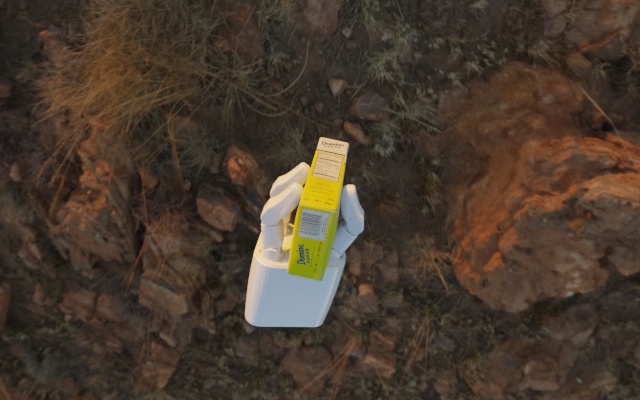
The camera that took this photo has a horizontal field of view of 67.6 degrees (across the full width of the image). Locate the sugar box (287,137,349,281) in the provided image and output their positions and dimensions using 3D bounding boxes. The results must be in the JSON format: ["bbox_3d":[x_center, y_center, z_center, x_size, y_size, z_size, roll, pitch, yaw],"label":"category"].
[{"bbox_3d":[0.000,0.002,0.566,0.048,0.093,0.176,11,30,-2],"label":"sugar box"}]
